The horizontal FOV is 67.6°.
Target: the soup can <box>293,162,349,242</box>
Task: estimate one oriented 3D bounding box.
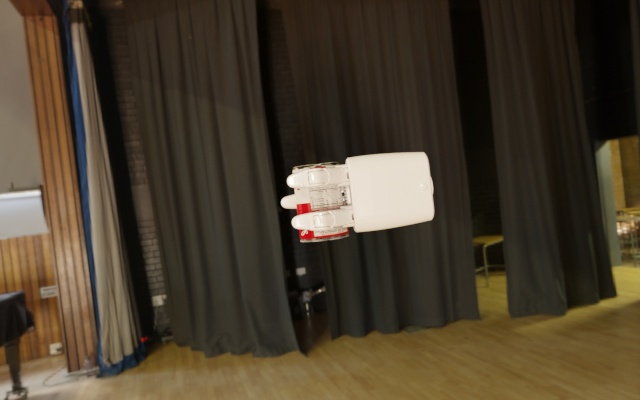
[{"bbox_3d":[0.000,0.002,0.656,0.068,0.102,0.068,-7,1,0],"label":"soup can"}]
